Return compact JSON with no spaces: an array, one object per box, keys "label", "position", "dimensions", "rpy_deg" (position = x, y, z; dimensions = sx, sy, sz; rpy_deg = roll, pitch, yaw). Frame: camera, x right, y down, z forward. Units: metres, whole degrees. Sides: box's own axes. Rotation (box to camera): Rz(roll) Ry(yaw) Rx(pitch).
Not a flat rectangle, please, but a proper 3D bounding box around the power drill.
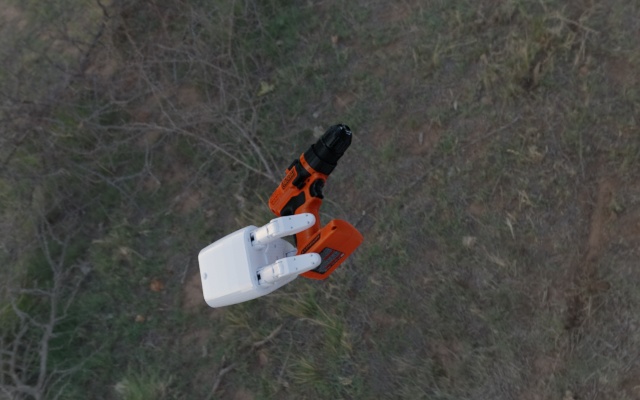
[{"label":"power drill","position":[0.000,0.003,0.683],"dimensions":[0.057,0.187,0.184],"rpy_deg":[21,-56,-31]}]
